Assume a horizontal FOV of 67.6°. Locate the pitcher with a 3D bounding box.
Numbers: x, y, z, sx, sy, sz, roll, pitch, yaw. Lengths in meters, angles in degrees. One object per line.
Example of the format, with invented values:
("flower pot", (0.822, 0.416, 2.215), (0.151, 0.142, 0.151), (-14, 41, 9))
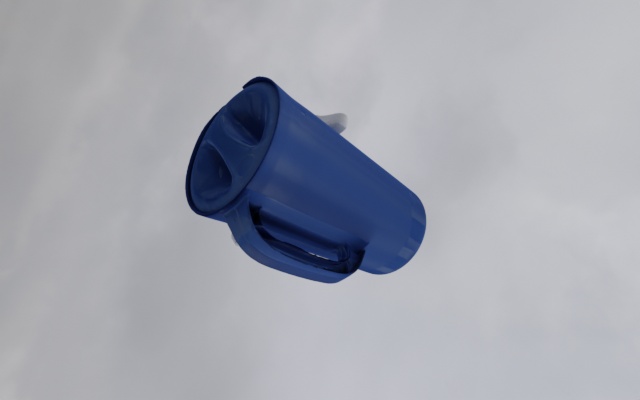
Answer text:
("pitcher", (0.000, 0.001, 0.479), (0.243, 0.149, 0.145), (28, -8, -38))
